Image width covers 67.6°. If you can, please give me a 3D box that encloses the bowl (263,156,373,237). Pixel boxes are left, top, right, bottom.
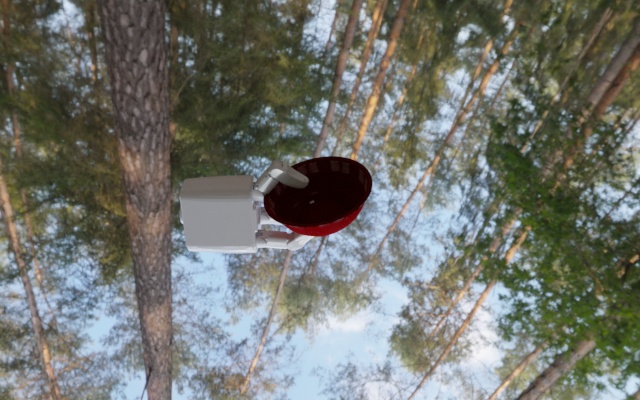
[{"bbox_3d":[0.001,0.003,0.705,0.162,0.055,0.162,-9,38,8],"label":"bowl"}]
